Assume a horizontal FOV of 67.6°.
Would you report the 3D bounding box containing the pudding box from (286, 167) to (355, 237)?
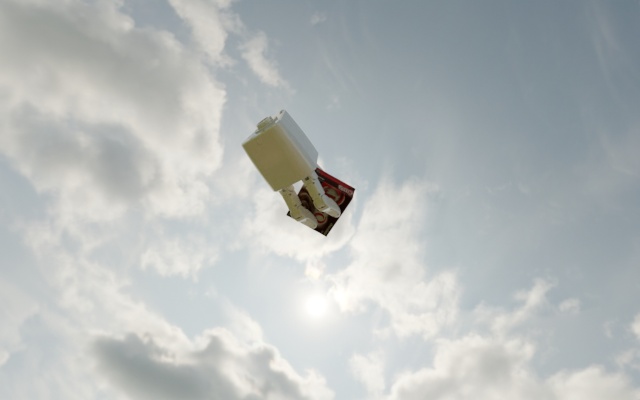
[{"bbox_3d":[0.000,0.003,0.893,0.090,0.113,0.039,29,39,-4],"label":"pudding box"}]
